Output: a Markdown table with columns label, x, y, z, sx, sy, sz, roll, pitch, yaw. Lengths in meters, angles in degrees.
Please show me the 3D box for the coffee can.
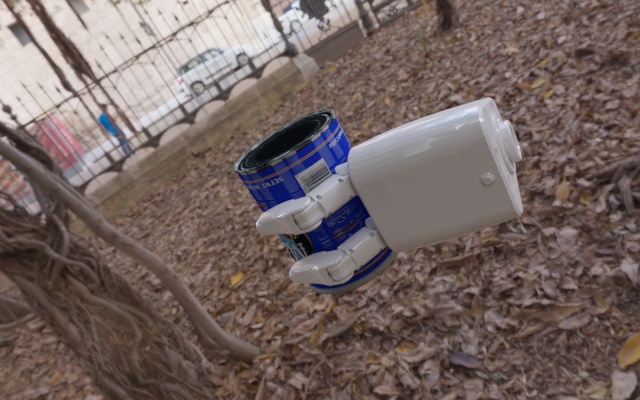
| label | x | y | z | sx | sy | sz | roll | pitch | yaw |
| --- | --- | --- | --- | --- | --- | --- | --- | --- | --- |
| coffee can | 0.000 | 0.002 | 0.447 | 0.103 | 0.140 | 0.102 | -27 | 22 | 11 |
